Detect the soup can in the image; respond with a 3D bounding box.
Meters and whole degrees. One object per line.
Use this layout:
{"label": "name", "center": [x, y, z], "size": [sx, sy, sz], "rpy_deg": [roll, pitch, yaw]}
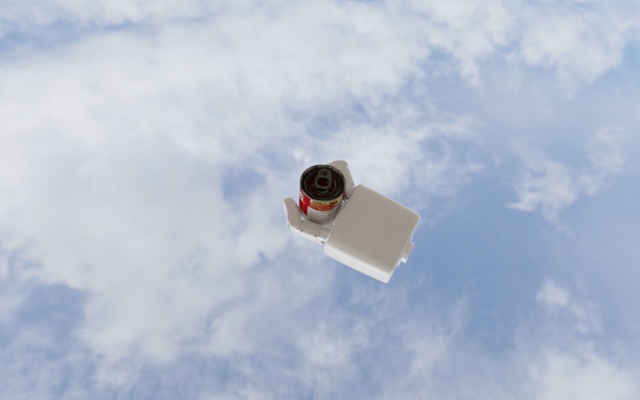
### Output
{"label": "soup can", "center": [0.000, 0.002, 0.732], "size": [0.068, 0.068, 0.102], "rpy_deg": [0, -35, -5]}
